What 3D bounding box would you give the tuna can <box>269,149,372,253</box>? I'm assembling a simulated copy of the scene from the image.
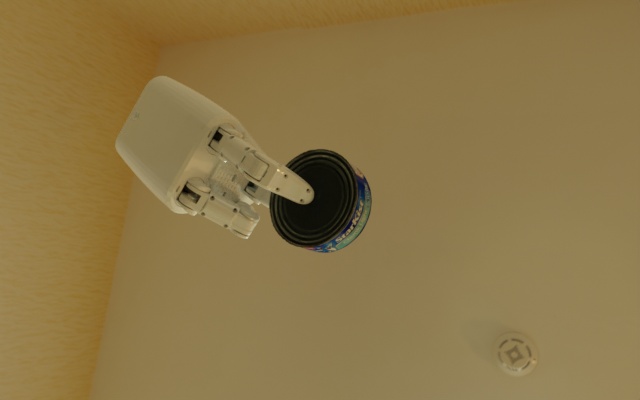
[{"bbox_3d":[0.000,0.002,0.412,0.086,0.086,0.034,0,-15,31],"label":"tuna can"}]
